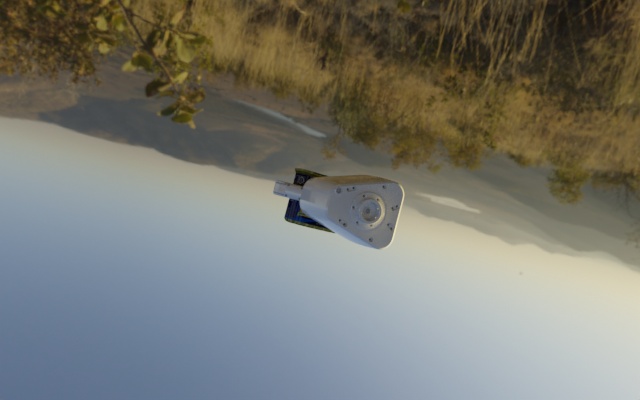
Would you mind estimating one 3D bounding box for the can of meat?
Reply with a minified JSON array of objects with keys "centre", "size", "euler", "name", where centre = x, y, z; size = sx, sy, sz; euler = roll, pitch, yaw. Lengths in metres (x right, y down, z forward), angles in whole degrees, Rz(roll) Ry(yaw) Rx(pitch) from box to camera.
[{"centre":[0.000,0.003,0.750],"size":[0.102,0.084,0.057],"euler":[15,0,-21],"name":"can of meat"}]
